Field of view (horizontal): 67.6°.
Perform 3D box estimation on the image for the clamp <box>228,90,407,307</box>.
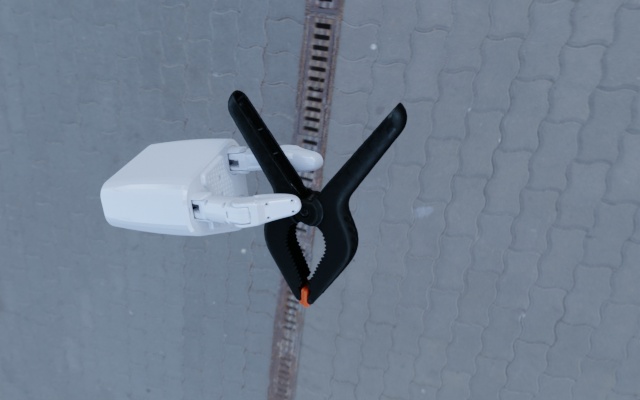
[{"bbox_3d":[0.000,0.002,0.440,0.164,0.210,0.036,2,18,23],"label":"clamp"}]
